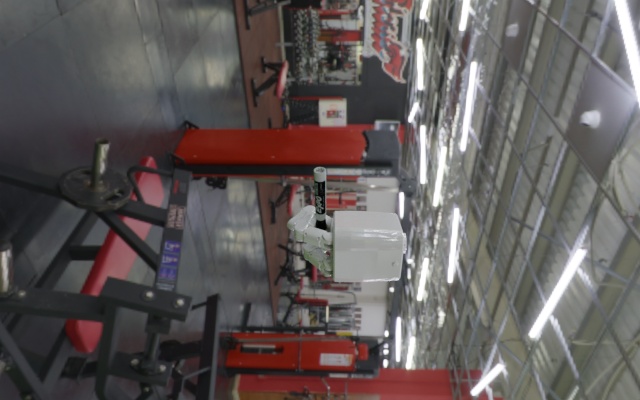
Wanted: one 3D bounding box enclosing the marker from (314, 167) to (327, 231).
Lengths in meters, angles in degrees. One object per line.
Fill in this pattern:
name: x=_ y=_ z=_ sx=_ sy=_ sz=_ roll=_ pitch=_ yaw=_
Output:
marker: x=0.000 y=0.002 z=0.750 sx=0.020 sy=0.121 sz=0.020 roll=-1 pitch=37 yaw=1
